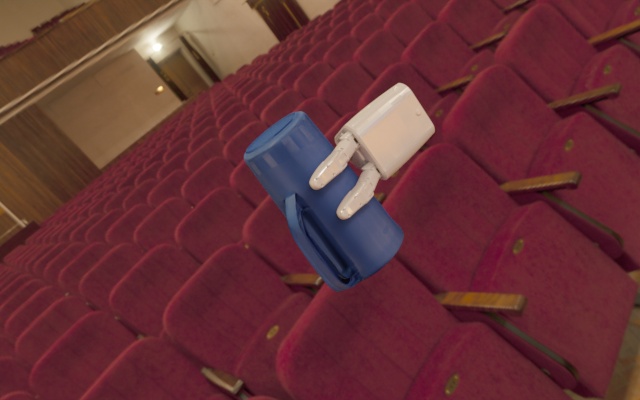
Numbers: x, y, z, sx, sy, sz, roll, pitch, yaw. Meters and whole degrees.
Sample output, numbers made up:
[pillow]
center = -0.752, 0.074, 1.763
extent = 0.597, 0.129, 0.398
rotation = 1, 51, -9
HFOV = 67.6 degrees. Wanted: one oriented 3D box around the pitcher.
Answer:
[pitcher]
center = 0.000, 0.002, 0.684
extent = 0.145, 0.243, 0.149
rotation = -41, 18, -9
